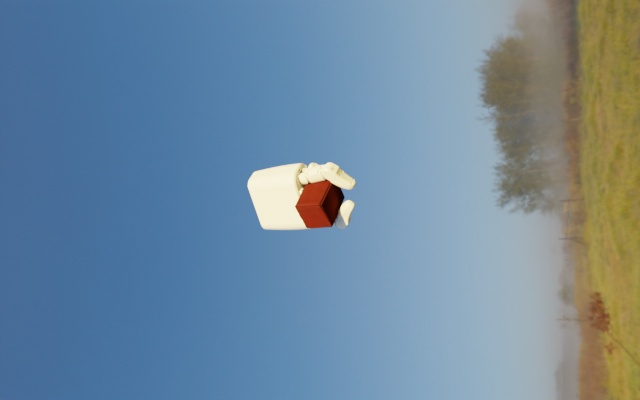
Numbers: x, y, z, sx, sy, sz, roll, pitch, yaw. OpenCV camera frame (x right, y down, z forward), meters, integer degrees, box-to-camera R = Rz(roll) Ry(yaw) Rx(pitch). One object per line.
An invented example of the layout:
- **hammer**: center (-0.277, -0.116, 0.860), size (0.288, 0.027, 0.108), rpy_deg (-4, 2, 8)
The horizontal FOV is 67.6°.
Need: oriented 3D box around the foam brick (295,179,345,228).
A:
- **foam brick**: center (0.000, 0.003, 0.811), size (0.051, 0.053, 0.078), rpy_deg (-5, 39, 29)
